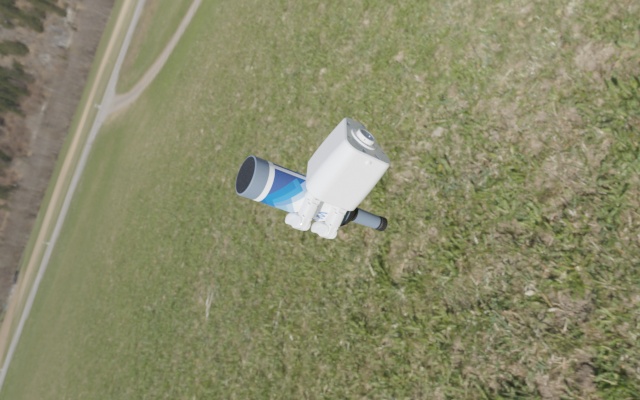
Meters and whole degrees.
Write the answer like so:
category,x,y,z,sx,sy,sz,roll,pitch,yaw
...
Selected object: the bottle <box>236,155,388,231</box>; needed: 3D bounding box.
category,x,y,z,sx,sy,sz,roll,pitch,yaw
bottle,0.000,0.003,0.825,0.296,0.069,0.069,20,-11,-32
